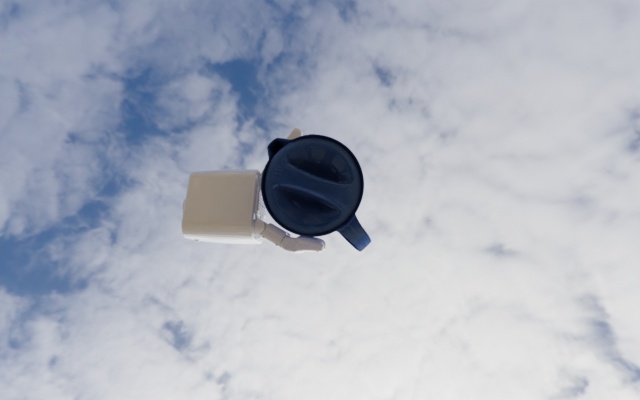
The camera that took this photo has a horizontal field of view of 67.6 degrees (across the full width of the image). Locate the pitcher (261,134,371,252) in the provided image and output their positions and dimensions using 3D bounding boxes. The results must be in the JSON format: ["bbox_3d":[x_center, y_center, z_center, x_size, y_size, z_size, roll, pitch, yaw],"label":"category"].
[{"bbox_3d":[0.000,0.002,0.722,0.145,0.149,0.243,1,-7,3],"label":"pitcher"}]
